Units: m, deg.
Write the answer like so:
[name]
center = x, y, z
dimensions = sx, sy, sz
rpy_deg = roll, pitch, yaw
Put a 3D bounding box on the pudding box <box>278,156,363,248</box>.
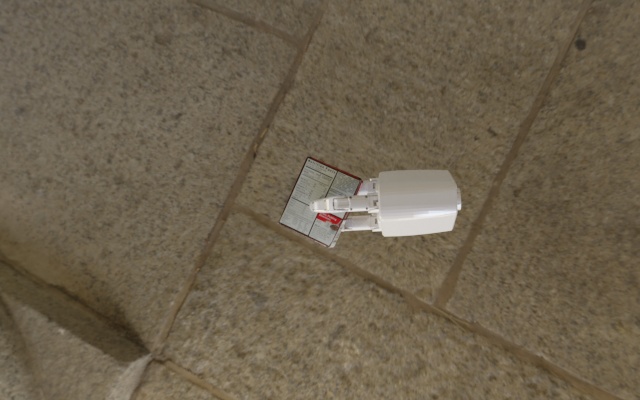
[pudding box]
center = 0.000, 0.002, 0.711
dimensions = 0.090, 0.113, 0.039
rpy_deg = 25, 1, 10
